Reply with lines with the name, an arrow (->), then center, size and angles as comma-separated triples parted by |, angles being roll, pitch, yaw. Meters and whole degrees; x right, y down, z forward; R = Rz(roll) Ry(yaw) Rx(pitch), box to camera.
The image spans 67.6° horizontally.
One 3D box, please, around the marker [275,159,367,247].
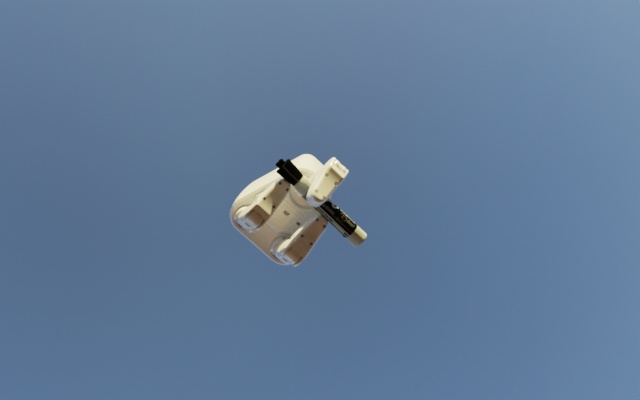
marker -> 0.000, 0.002, 0.494 | 0.121, 0.020, 0.020 | 44, -10, -10
